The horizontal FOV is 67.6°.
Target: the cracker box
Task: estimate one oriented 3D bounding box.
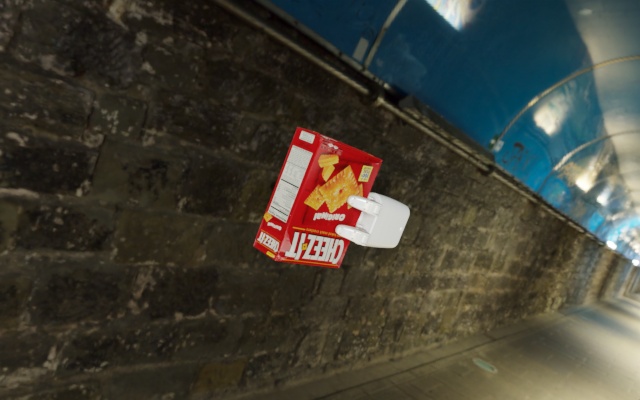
[{"bbox_3d":[0.000,0.002,0.816,0.164,0.214,0.072,15,9,-46],"label":"cracker box"}]
